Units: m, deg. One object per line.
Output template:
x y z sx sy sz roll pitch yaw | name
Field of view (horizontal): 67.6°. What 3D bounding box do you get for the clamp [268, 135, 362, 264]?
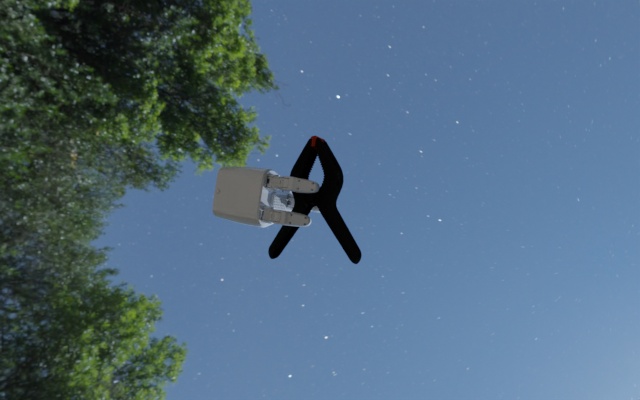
0.000 0.002 0.768 0.164 0.210 0.036 7 -2 27 | clamp
